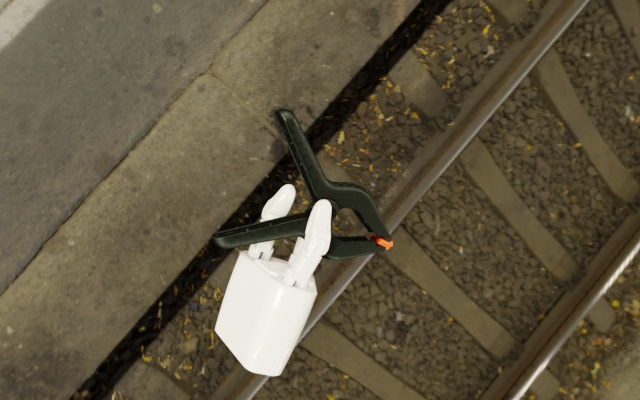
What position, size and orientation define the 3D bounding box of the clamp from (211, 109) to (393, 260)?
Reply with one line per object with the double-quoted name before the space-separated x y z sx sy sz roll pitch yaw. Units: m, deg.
"clamp" 0.001 0.002 0.549 0.210 0.164 0.036 19 5 -24
